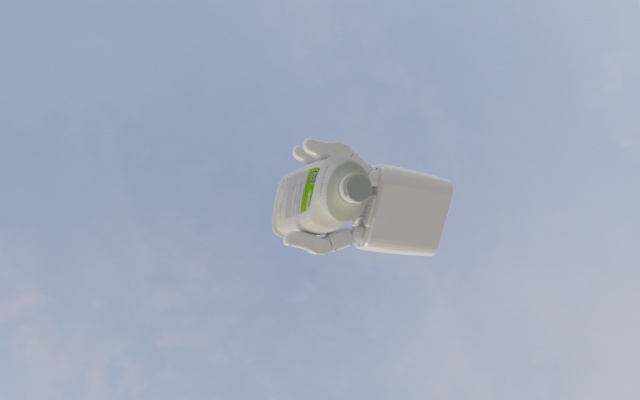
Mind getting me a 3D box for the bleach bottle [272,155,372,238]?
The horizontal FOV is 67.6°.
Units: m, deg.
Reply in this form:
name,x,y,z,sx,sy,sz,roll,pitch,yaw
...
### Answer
name,x,y,z,sx,sy,sz,roll,pitch,yaw
bleach bottle,0.000,0.002,0.596,0.068,0.102,0.251,9,-6,-17
